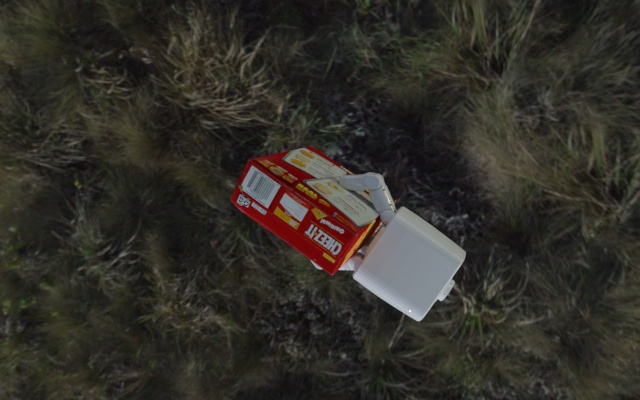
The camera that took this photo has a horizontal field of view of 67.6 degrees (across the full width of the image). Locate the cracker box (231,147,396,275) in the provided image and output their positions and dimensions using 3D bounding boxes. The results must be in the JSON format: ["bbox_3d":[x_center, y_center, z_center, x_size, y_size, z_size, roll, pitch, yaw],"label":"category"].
[{"bbox_3d":[0.000,0.002,0.664,0.164,0.072,0.213,34,20,11],"label":"cracker box"}]
